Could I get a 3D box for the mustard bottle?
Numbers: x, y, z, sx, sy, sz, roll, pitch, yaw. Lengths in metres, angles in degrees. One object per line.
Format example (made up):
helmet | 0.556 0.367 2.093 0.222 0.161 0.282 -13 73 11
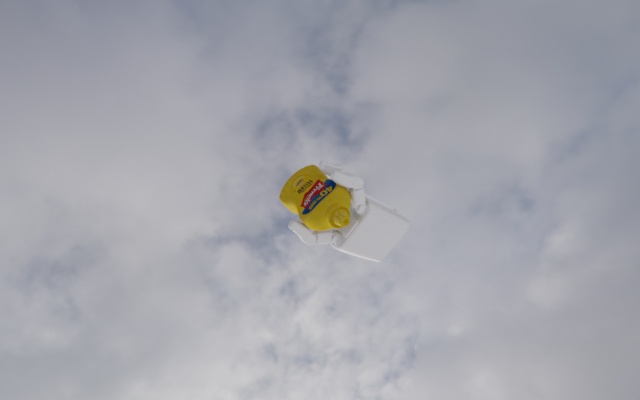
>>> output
mustard bottle | 0.000 0.002 0.837 0.058 0.096 0.191 51 -7 -32
